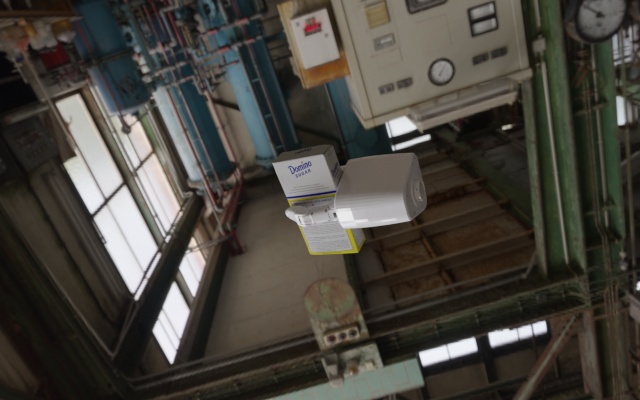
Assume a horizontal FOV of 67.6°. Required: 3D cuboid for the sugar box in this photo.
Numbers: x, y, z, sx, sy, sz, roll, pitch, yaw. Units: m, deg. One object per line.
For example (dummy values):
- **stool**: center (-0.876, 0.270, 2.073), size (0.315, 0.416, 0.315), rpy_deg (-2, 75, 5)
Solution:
- **sugar box**: center (0.000, 0.002, 0.755), size (0.093, 0.176, 0.048), rpy_deg (-6, 25, 28)
